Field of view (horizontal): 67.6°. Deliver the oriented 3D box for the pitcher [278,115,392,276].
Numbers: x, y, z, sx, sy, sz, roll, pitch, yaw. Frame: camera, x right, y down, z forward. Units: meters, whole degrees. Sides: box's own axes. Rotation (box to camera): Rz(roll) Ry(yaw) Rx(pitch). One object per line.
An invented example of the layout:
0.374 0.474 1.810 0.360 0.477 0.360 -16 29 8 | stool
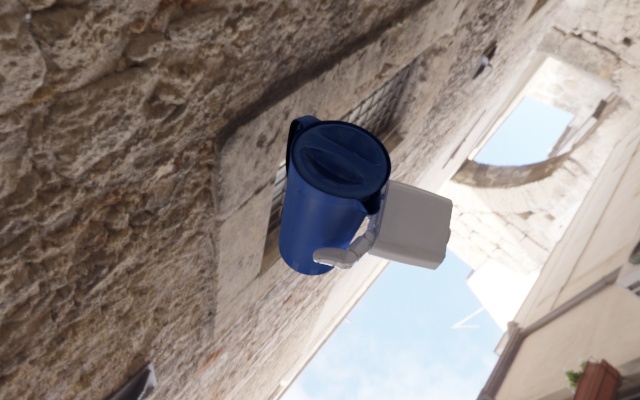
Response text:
0.000 0.002 0.706 0.145 0.149 0.243 16 -38 -3 | pitcher
